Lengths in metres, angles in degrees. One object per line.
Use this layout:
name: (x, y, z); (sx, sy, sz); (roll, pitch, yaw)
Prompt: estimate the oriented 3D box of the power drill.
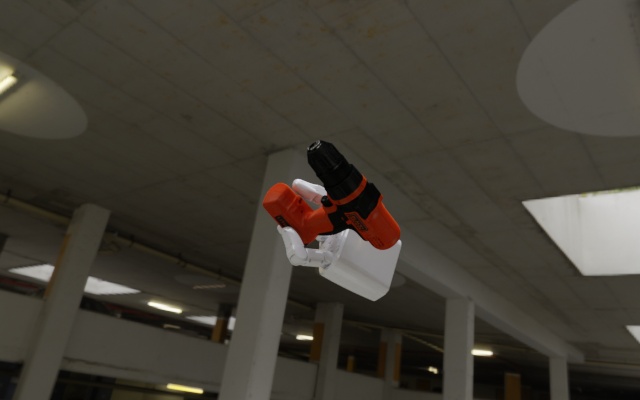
power drill: (0.000, 0.002, 0.681); (0.187, 0.184, 0.057); (-8, 38, 50)
